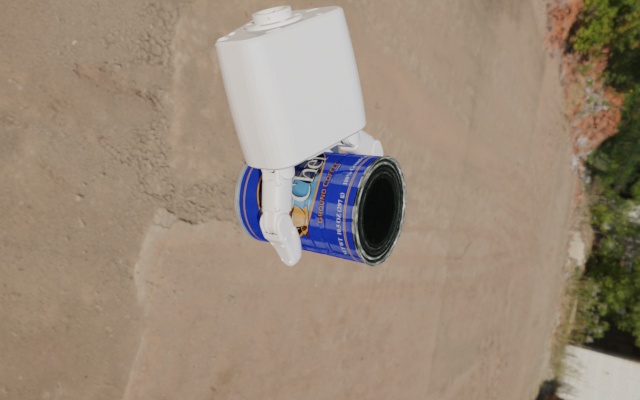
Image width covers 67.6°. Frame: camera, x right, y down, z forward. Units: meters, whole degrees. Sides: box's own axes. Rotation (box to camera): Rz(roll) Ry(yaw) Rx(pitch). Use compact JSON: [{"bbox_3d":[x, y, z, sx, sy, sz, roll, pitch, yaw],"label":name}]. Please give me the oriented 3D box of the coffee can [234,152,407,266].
[{"bbox_3d":[0.000,0.002,0.476,0.140,0.103,0.103,8,5,33],"label":"coffee can"}]
